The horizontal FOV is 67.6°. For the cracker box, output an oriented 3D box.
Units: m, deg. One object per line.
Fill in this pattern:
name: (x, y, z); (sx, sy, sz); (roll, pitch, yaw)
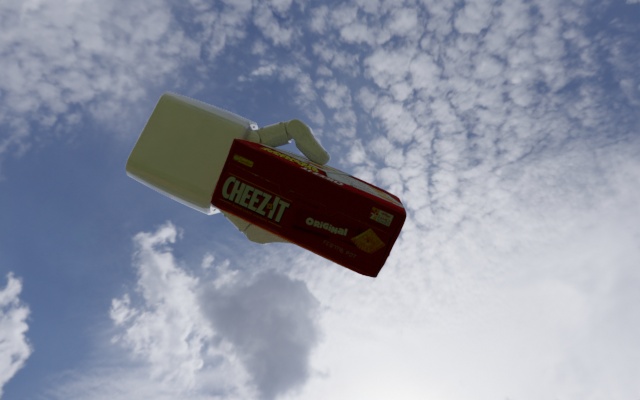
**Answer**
cracker box: (0.000, 0.001, 0.510); (0.164, 0.072, 0.213); (23, 7, 6)
